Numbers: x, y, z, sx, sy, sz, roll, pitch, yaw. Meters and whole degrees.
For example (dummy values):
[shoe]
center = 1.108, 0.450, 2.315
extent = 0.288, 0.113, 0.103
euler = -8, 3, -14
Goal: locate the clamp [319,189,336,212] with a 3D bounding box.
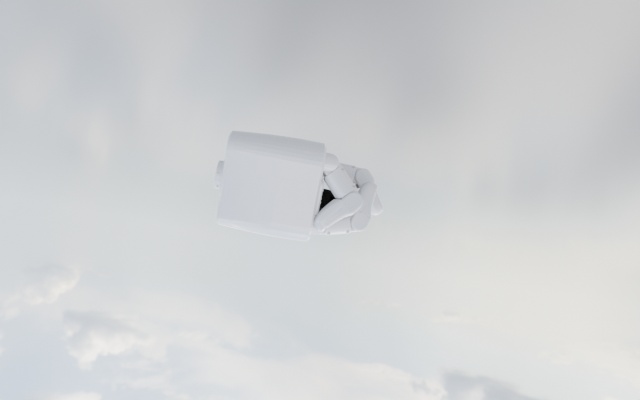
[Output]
[clamp]
center = 0.000, 0.003, 0.642
extent = 0.120, 0.039, 0.171
euler = 8, -6, -6
